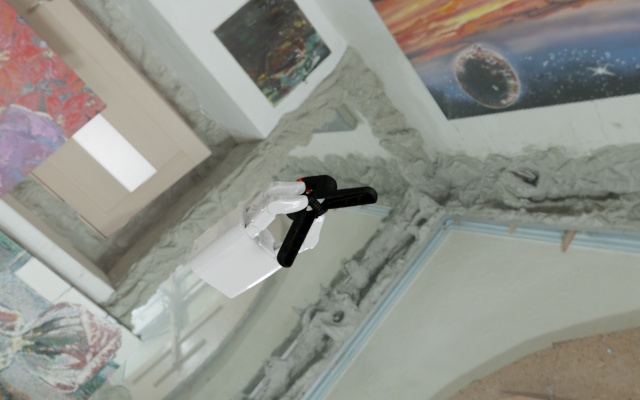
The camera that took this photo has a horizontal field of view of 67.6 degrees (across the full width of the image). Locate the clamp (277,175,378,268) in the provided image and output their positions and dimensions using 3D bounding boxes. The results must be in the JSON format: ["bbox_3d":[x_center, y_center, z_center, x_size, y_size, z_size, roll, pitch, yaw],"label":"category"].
[{"bbox_3d":[0.000,0.003,0.726,0.164,0.036,0.210,-33,24,9],"label":"clamp"}]
